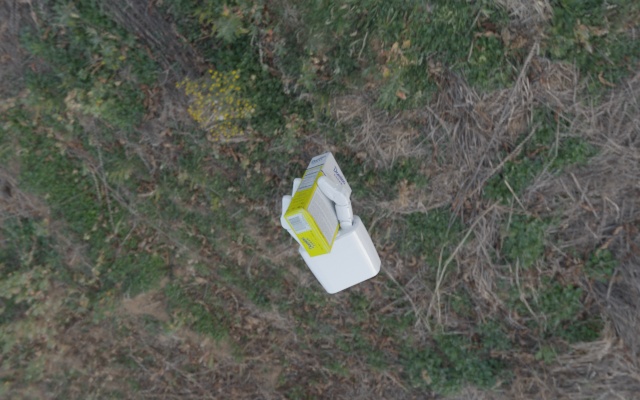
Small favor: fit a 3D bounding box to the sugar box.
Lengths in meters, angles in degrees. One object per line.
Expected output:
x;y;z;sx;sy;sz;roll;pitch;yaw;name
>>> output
0.000;0.003;0.813;0.048;0.093;0.176;-17;28;25;sugar box
